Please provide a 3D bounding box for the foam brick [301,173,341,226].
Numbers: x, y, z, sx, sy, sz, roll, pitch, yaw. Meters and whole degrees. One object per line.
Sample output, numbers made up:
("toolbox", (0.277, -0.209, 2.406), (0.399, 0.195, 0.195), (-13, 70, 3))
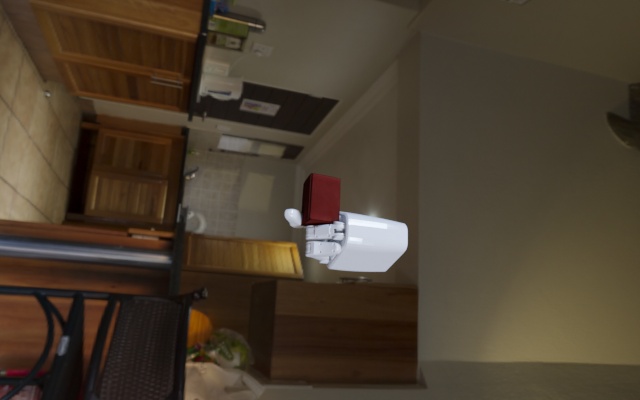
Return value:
("foam brick", (0.000, 0.002, 0.781), (0.051, 0.078, 0.053), (7, -17, -14))
